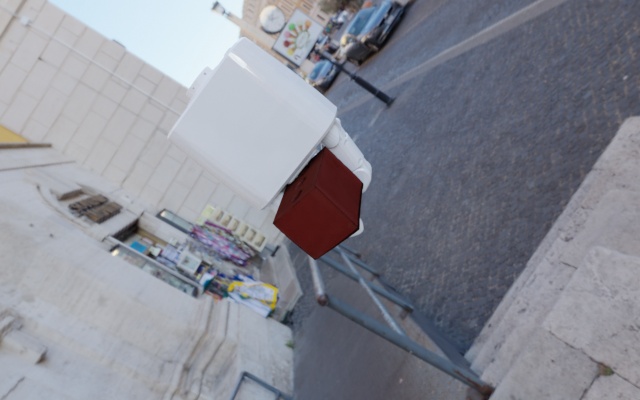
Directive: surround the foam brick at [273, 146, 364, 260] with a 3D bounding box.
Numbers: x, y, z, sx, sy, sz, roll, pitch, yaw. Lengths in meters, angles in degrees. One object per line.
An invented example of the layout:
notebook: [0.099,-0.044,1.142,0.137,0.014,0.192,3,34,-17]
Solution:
foam brick: [0.000,0.001,0.412,0.053,0.051,0.078,-39,19,25]
